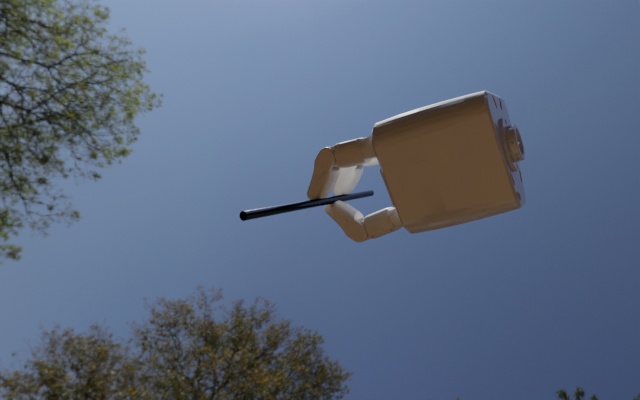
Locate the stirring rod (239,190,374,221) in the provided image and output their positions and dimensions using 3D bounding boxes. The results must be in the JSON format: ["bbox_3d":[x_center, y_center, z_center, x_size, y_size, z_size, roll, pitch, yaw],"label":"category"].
[{"bbox_3d":[0.000,0.002,0.485,0.011,0.011,0.239,0,5,31],"label":"stirring rod"}]
